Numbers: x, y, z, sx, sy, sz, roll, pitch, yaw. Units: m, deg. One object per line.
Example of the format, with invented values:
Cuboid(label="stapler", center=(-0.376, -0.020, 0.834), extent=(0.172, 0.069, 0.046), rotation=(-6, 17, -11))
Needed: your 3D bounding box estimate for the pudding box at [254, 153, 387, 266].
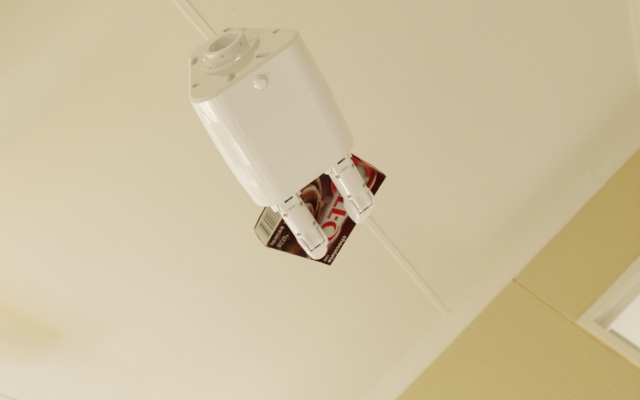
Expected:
Cuboid(label="pudding box", center=(0.000, 0.001, 0.467), extent=(0.090, 0.113, 0.039), rotation=(23, 15, -41))
